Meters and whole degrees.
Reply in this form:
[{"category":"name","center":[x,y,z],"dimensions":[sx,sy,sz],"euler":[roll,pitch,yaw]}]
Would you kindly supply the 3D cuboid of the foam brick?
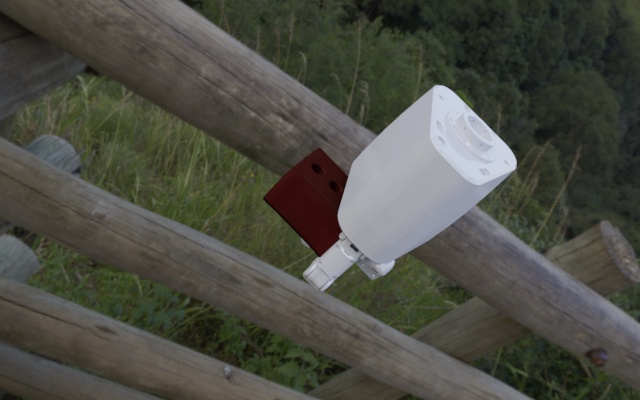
[{"category":"foam brick","center":[0.000,0.001,0.431],"dimensions":[0.051,0.078,0.053],"euler":[-45,-1,39]}]
